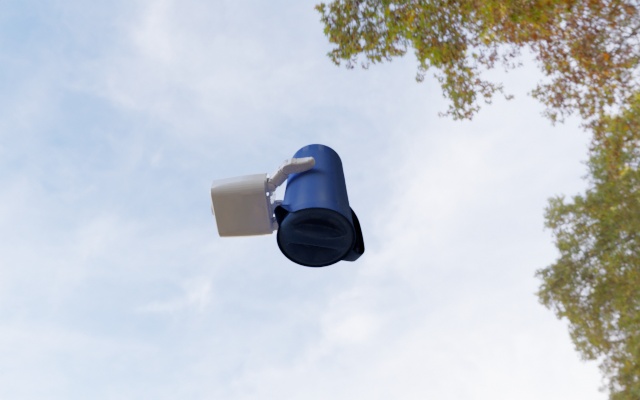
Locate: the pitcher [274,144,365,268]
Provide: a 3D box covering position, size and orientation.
[{"bbox_3d":[0.000,0.003,0.889,0.145,0.149,0.242,-6,36,5],"label":"pitcher"}]
